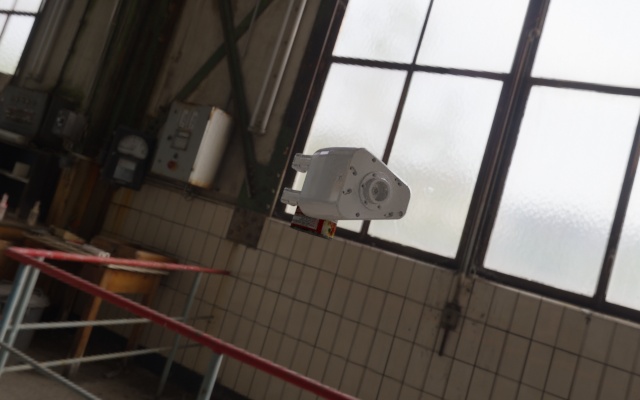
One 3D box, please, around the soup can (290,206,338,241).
[{"bbox_3d":[0.000,0.002,0.726,0.068,0.102,0.068,17,-5,2],"label":"soup can"}]
